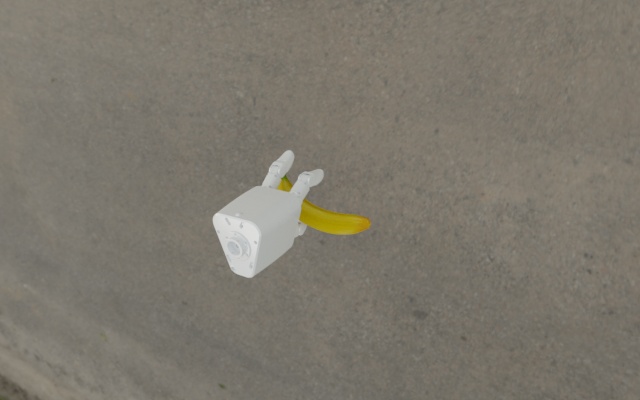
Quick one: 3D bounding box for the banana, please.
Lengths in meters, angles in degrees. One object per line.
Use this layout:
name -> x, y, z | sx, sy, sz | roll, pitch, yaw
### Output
banana -> -0.008, 0.016, 0.823 | 0.197, 0.070, 0.037 | 31, 35, 19
